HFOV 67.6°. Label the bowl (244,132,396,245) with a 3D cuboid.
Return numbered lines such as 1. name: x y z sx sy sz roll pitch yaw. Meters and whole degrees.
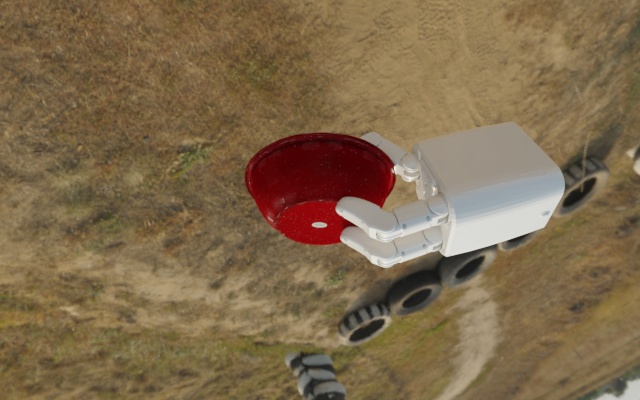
1. bowl: -0.001 0.002 0.496 0.162 0.055 0.162 0 -32 0
